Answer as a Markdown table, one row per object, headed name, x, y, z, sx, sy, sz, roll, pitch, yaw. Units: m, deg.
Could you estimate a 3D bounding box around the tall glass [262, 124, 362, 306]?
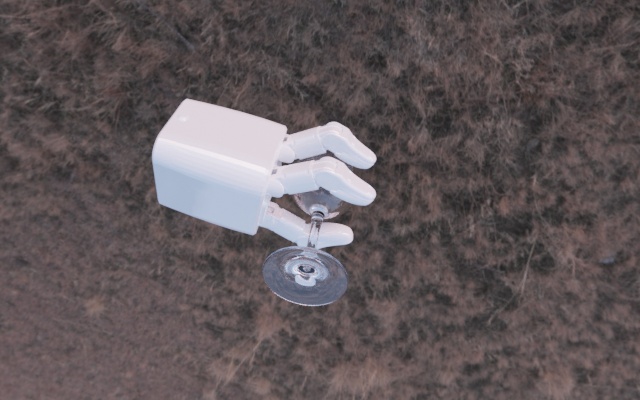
| name | x | y | z | sx | sy | sz | roll | pitch | yaw |
| --- | --- | --- | --- | --- | --- | --- | --- | --- | --- |
| tall glass | 0.000 | 0.002 | 0.478 | 0.079 | 0.079 | 0.201 | 0 | 40 | 11 |
